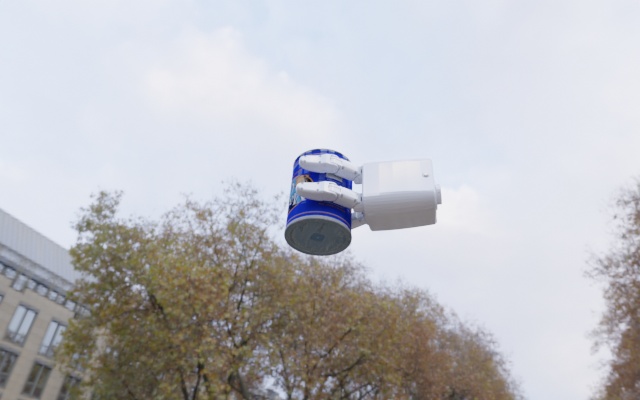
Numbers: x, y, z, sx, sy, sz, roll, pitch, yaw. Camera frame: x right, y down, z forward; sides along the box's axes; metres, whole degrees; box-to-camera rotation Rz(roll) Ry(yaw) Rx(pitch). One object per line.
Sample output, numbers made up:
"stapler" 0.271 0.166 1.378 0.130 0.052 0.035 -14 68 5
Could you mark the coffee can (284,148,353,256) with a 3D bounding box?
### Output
"coffee can" 0.000 0.003 0.761 0.103 0.140 0.103 3 -38 2
